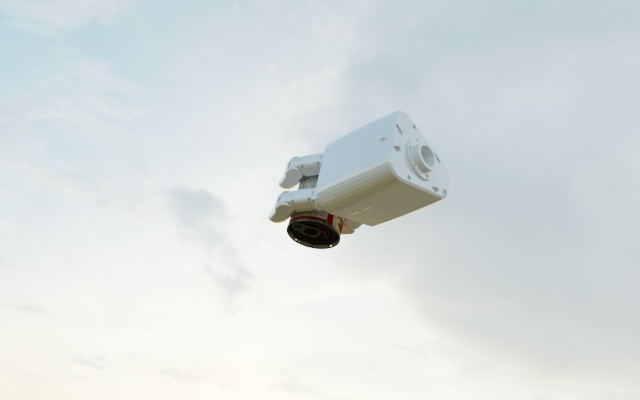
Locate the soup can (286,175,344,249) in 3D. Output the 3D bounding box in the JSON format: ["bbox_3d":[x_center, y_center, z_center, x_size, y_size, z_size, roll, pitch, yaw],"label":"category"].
[{"bbox_3d":[0.000,0.002,0.616,0.068,0.102,0.069,9,-34,6],"label":"soup can"}]
